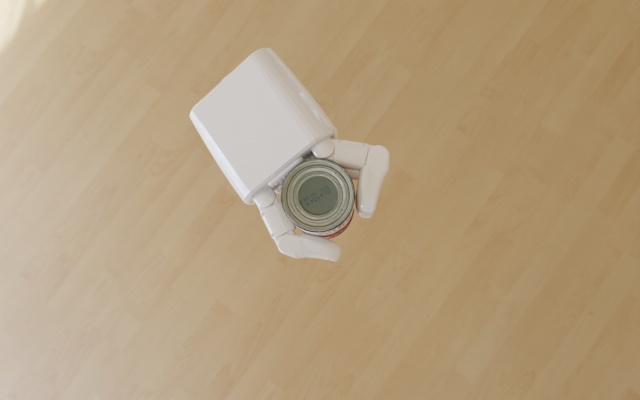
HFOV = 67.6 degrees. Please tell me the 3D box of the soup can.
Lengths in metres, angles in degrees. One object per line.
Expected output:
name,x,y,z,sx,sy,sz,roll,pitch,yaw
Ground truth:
soup can,0.000,0.002,0.466,0.068,0.068,0.102,0,-8,3
